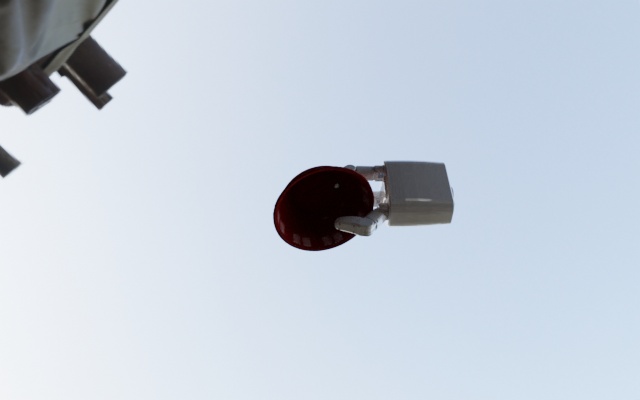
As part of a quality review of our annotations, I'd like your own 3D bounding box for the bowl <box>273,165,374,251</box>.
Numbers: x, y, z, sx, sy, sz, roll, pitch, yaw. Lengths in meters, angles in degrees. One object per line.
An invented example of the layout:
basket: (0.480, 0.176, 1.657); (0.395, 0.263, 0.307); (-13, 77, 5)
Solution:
bowl: (-0.001, 0.002, 0.752); (0.162, 0.162, 0.055); (0, 35, -19)
